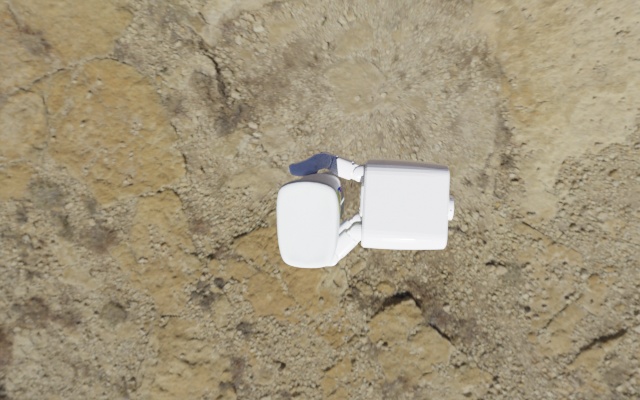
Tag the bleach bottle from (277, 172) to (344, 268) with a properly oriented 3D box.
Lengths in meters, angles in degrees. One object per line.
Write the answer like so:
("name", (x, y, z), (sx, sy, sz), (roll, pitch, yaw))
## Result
("bleach bottle", (0.000, 0.002, 0.634), (0.068, 0.102, 0.250), (2, 13, 7))
